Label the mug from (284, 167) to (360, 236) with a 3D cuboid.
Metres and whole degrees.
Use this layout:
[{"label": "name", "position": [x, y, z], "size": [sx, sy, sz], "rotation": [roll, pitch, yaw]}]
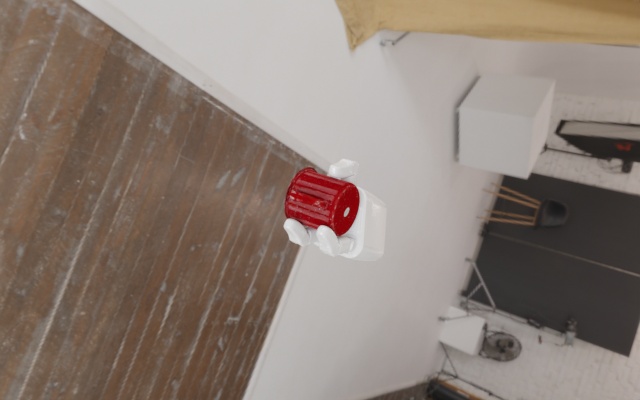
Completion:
[{"label": "mug", "position": [0.000, 0.002, 0.701], "size": [0.081, 0.093, 0.117], "rotation": [18, -1, 30]}]
